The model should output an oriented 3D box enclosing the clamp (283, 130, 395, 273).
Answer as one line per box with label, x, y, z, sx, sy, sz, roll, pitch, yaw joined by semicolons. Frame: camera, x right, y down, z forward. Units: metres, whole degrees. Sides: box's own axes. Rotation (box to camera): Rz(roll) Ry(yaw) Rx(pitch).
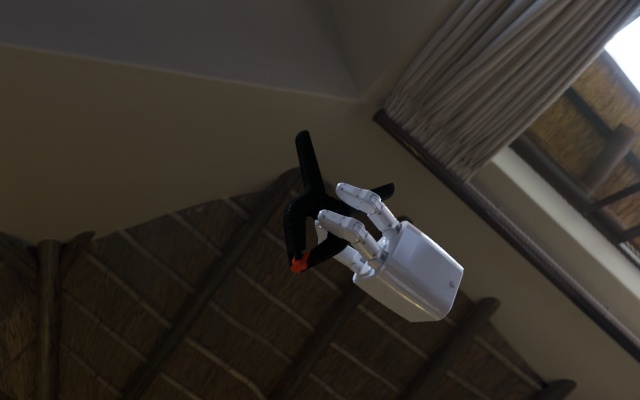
clamp;0.000;0.003;0.645;0.164;0.210;0.036;36;-38;-2
